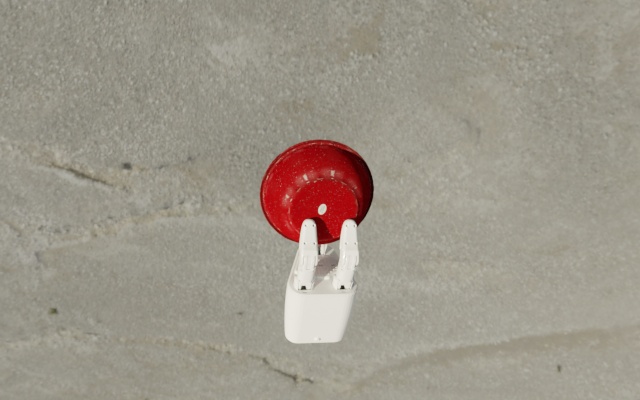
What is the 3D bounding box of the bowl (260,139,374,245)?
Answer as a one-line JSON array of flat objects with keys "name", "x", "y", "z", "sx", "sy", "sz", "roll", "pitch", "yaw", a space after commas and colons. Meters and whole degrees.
[{"name": "bowl", "x": 0.000, "y": 0.001, "z": 0.645, "sx": 0.162, "sy": 0.162, "sz": 0.055, "roll": 0, "pitch": 25, "yaw": -10}]
